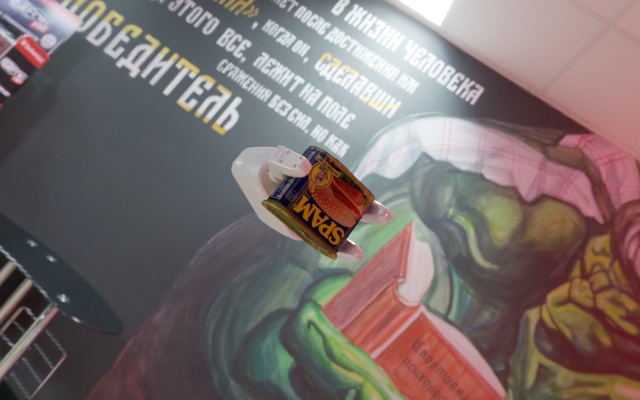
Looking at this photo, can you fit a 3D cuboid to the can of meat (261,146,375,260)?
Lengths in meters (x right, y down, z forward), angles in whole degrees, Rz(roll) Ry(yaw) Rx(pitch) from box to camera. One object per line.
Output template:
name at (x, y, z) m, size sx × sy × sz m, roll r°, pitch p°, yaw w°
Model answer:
can of meat at (0.000, 0.001, 0.531) m, size 0.102 × 0.084 × 0.057 m, roll 43°, pitch -14°, yaw -25°
